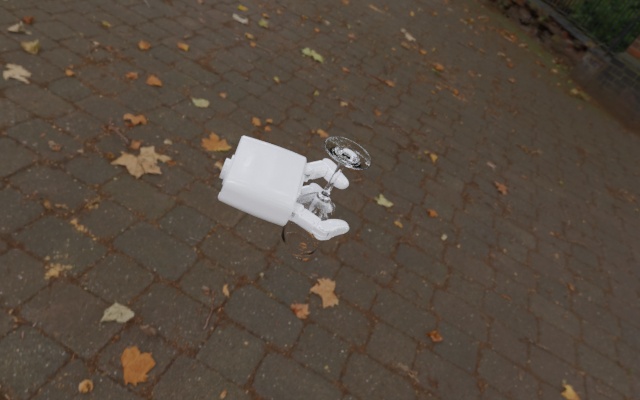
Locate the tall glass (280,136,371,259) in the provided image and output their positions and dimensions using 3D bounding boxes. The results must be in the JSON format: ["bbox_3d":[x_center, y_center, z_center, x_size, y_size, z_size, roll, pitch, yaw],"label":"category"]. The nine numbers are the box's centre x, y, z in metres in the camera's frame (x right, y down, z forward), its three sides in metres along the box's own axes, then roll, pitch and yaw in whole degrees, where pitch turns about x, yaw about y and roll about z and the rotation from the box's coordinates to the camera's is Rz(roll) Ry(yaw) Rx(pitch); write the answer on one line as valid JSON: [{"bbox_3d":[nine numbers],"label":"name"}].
[{"bbox_3d":[0.001,0.002,0.741,0.079,0.201,0.079,19,36,-14],"label":"tall glass"}]
